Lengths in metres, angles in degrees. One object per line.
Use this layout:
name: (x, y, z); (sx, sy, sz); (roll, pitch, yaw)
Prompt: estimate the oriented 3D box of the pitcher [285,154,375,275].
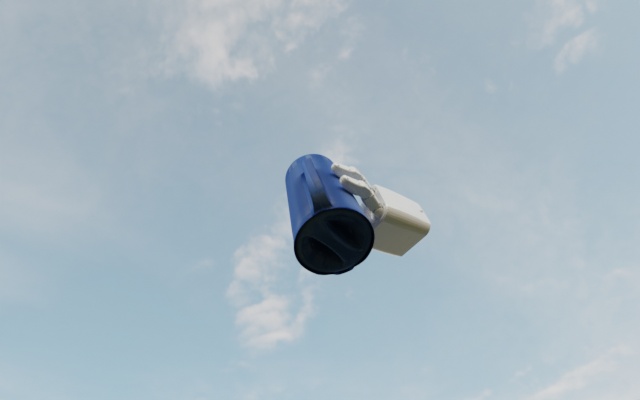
pitcher: (0.000, 0.003, 0.856); (0.145, 0.149, 0.242); (19, 25, -22)
